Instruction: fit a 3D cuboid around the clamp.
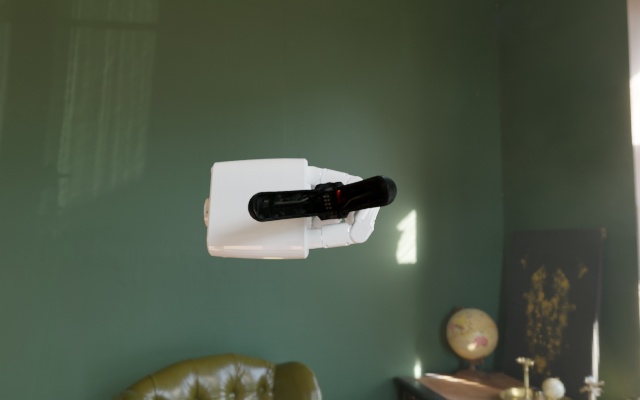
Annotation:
[{"bbox_3d":[0.000,0.001,0.449,0.120,0.039,0.171,-1,-5,0],"label":"clamp"}]
